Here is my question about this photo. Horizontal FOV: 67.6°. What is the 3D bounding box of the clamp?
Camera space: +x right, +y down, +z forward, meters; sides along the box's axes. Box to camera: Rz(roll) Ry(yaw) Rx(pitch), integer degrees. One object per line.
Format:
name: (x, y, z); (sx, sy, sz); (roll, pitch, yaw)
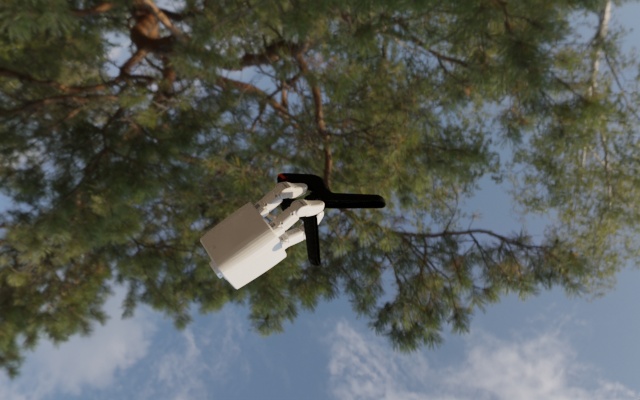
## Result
clamp: (0.000, 0.003, 0.841); (0.164, 0.036, 0.210); (-35, 49, -12)
